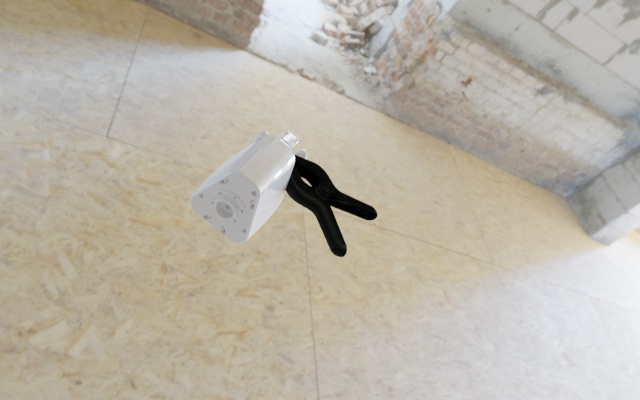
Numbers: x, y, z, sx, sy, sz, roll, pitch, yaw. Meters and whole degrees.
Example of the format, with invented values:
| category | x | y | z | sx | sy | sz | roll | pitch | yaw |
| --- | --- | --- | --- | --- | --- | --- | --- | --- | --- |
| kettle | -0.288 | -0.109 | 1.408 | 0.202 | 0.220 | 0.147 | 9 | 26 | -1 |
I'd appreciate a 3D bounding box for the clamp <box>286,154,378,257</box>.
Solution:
| category | x | y | z | sx | sy | sz | roll | pitch | yaw |
| --- | --- | --- | --- | --- | --- | --- | --- | --- | --- |
| clamp | 0.000 | 0.002 | 0.694 | 0.171 | 0.039 | 0.120 | 37 | 37 | -3 |
